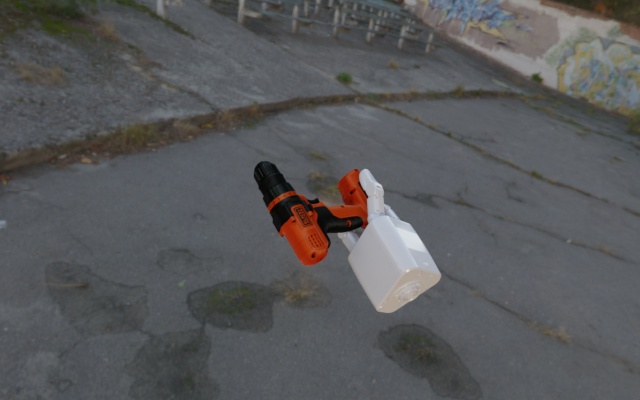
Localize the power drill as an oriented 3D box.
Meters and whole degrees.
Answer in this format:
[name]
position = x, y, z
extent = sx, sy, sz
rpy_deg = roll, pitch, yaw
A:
[power drill]
position = 0.001, 0.003, 0.771
extent = 0.187, 0.184, 0.057
rpy_deg = -16, -23, -38
